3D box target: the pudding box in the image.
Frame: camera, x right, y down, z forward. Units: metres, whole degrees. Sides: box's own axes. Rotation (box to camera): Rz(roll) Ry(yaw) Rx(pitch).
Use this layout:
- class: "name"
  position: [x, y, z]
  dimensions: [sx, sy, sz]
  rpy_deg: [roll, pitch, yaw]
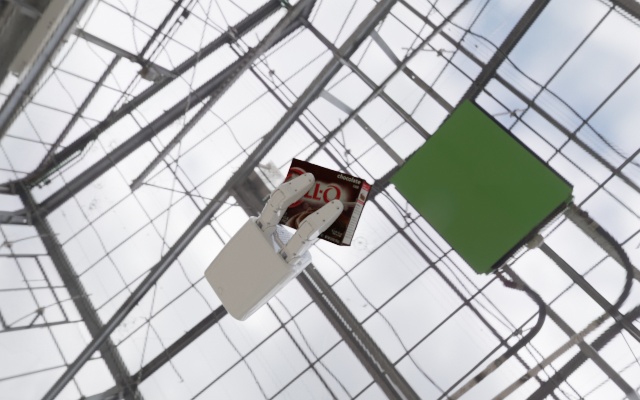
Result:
- class: "pudding box"
  position: [0.000, 0.002, 0.625]
  dimensions: [0.113, 0.090, 0.039]
  rpy_deg: [19, -1, 25]
